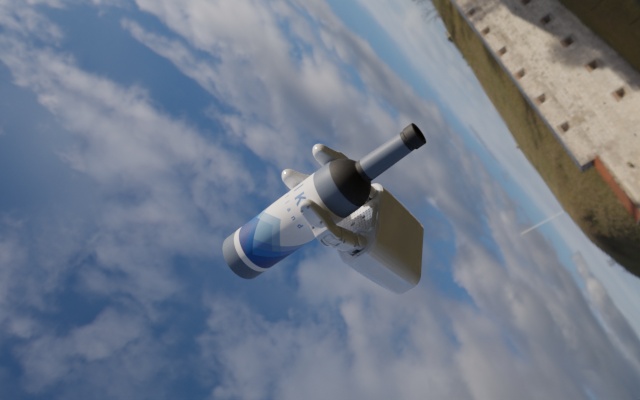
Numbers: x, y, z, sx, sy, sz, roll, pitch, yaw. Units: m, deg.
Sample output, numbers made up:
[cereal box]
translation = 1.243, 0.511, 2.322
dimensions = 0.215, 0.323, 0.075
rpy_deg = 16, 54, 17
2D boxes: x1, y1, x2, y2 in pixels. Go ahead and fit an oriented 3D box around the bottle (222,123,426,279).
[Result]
[bottle]
translation = 0.000, 0.002, 0.587
dimensions = 0.296, 0.069, 0.069
rpy_deg = -35, -17, 26
